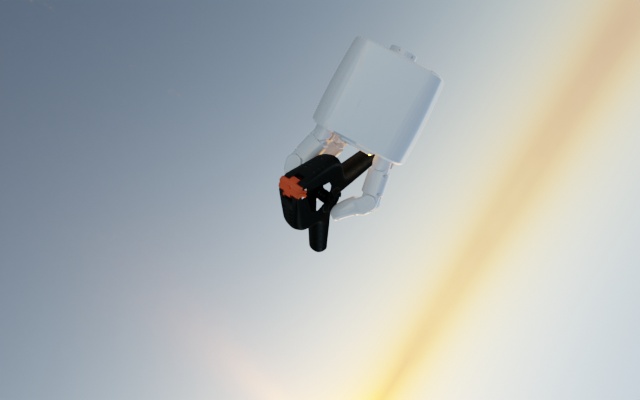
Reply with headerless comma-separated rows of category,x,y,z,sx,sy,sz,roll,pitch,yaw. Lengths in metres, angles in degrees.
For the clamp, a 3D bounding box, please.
clamp,0.001,0.002,0.578,0.036,0.164,0.210,31,14,19
